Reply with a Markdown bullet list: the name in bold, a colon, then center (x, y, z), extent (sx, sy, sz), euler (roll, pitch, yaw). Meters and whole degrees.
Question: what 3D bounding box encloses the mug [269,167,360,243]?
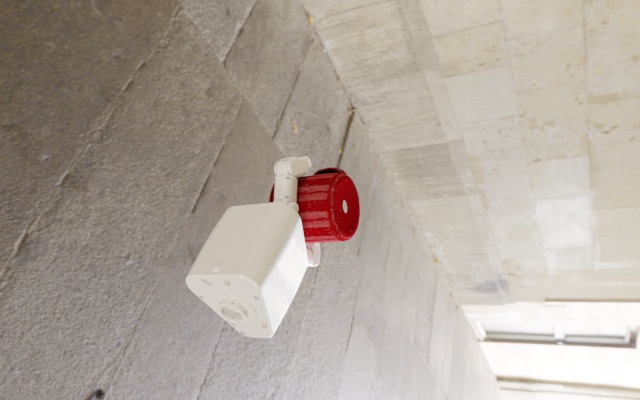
- **mug**: center (0.001, 0.001, 0.589), extent (0.081, 0.093, 0.117), euler (-4, 41, 29)
